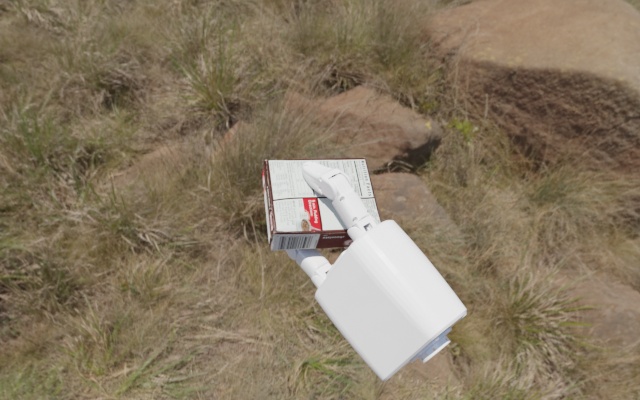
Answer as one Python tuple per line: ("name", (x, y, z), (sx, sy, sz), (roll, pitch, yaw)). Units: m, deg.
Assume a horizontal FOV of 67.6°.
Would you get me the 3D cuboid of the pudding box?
("pudding box", (0.000, 0.002, 0.490), (0.113, 0.090, 0.039), (-1, -32, -15))
